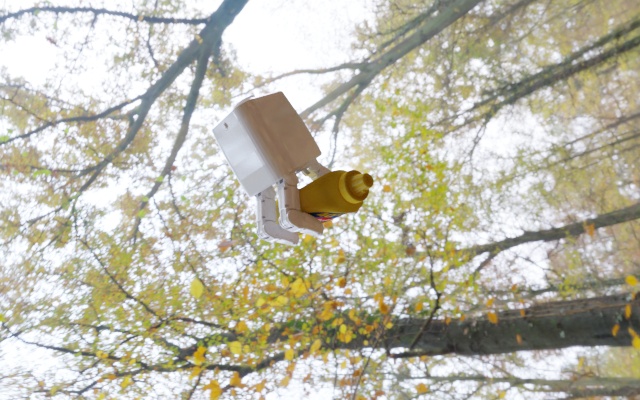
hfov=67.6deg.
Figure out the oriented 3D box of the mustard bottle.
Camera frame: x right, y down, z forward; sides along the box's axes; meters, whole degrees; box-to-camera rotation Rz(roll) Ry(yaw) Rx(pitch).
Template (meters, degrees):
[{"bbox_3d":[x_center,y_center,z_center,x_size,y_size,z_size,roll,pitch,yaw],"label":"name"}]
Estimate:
[{"bbox_3d":[0.000,0.002,0.638,0.096,0.058,0.192,-1,-16,-39],"label":"mustard bottle"}]
